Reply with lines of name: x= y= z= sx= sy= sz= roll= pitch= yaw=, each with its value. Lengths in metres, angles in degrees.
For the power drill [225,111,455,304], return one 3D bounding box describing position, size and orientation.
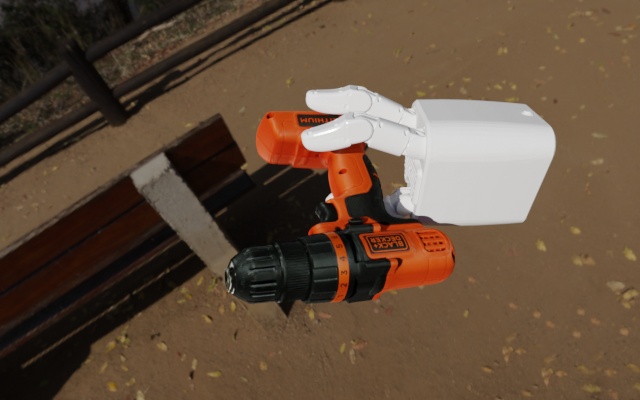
power drill: x=0.000 y=0.001 z=0.407 sx=0.184 sy=0.187 sz=0.057 roll=-1 pitch=-42 yaw=-23
